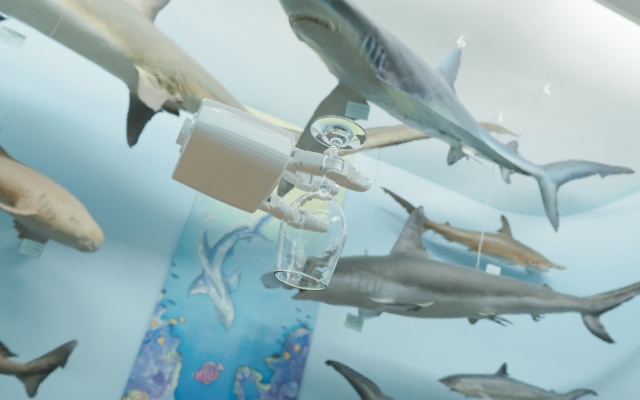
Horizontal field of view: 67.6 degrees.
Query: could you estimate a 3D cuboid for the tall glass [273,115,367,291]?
[{"bbox_3d":[0.000,0.001,0.567,0.079,0.201,0.079,12,-24,5],"label":"tall glass"}]
